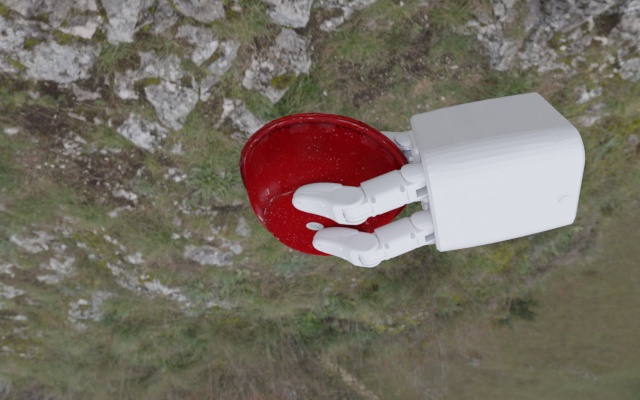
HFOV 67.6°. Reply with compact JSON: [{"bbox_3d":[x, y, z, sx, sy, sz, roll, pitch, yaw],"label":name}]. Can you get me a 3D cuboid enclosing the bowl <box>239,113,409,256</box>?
[{"bbox_3d":[-0.001,0.002,0.428,0.162,0.055,0.162,7,-40,6],"label":"bowl"}]
